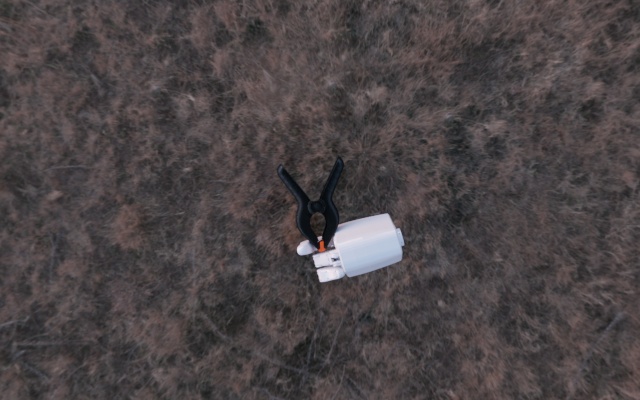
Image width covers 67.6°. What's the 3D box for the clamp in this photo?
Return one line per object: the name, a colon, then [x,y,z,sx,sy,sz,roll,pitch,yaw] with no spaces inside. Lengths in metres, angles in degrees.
clamp: [0.000,0.003,0.862,0.120,0.171,0.039,-16,4,1]
